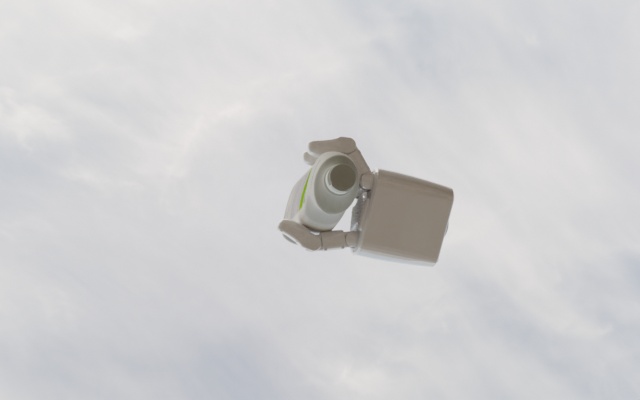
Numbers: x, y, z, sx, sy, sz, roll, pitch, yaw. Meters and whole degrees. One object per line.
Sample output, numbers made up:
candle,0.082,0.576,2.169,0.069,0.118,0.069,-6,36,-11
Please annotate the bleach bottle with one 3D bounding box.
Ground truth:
bleach bottle,0.000,0.002,0.609,0.068,0.102,0.251,13,-10,-8
